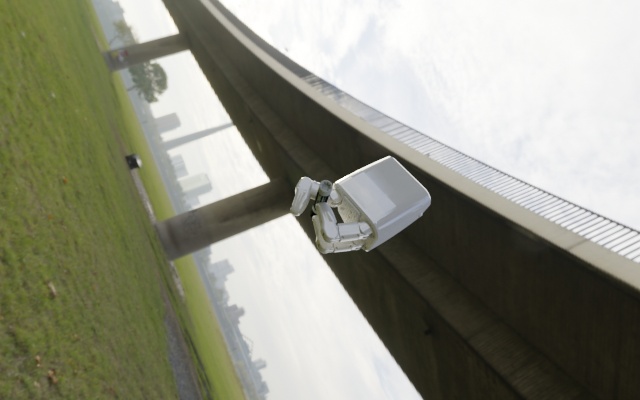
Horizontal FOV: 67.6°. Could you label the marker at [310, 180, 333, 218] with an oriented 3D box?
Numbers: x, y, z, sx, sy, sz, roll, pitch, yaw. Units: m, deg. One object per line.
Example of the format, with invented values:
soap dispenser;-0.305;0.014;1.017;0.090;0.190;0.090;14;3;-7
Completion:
marker;0.000;0.002;0.710;0.020;0.020;0.121;0;-21;-8
